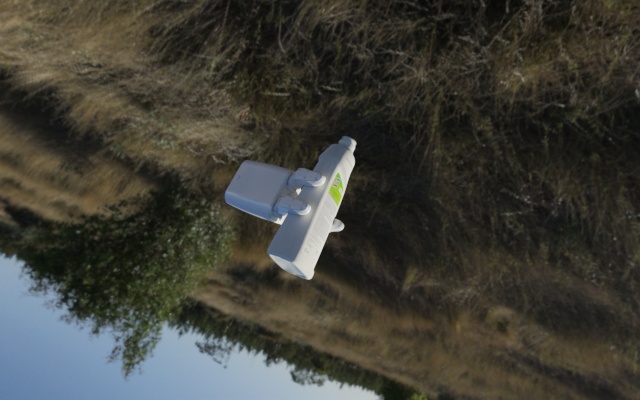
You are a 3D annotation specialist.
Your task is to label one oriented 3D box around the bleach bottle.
[{"bbox_3d":[0.000,0.003,0.825,0.068,0.250,0.103,18,-20,24],"label":"bleach bottle"}]
